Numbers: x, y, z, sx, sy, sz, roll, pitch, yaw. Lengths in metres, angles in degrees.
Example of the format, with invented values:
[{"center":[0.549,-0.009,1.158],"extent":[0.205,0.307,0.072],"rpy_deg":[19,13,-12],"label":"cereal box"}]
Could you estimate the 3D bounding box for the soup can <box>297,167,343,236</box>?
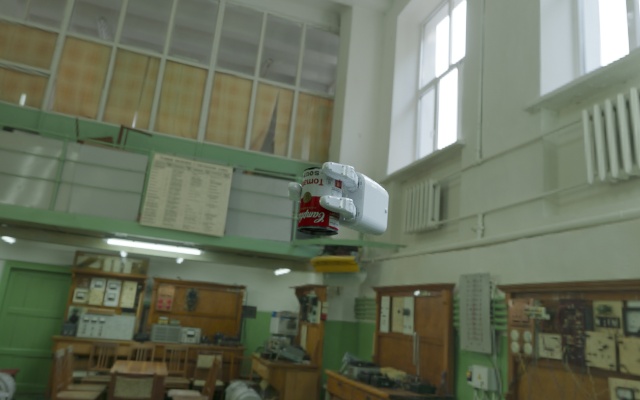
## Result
[{"center":[0.000,0.002,0.792],"extent":[0.068,0.102,0.068],"rpy_deg":[5,-13,1],"label":"soup can"}]
